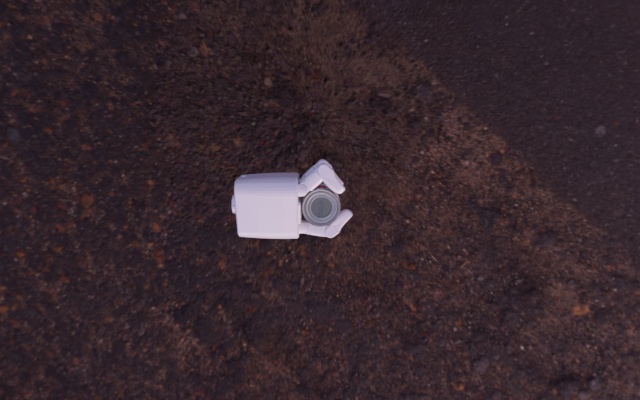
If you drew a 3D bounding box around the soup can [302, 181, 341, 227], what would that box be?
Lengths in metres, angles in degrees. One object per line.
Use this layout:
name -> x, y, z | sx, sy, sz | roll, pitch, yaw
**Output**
soup can -> 0.001, 0.003, 0.845 | 0.068, 0.068, 0.102 | 0, 11, -1
